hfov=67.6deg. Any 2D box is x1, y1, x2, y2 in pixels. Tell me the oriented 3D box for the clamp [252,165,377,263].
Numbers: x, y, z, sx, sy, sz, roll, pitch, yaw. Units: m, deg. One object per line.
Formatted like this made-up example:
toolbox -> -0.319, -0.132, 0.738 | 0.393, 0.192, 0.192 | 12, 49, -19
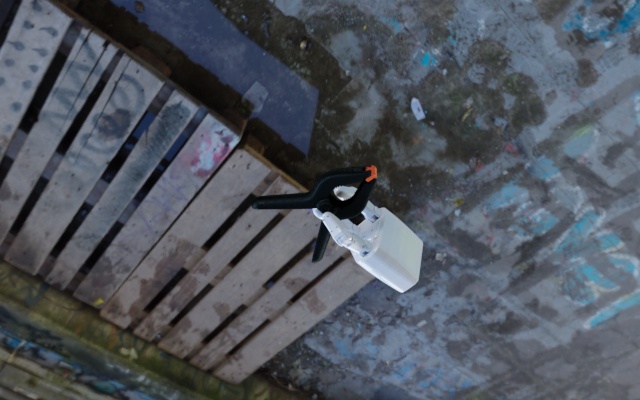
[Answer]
clamp -> 0.001, 0.003, 0.788 | 0.164, 0.210, 0.036 | 38, 28, -20
